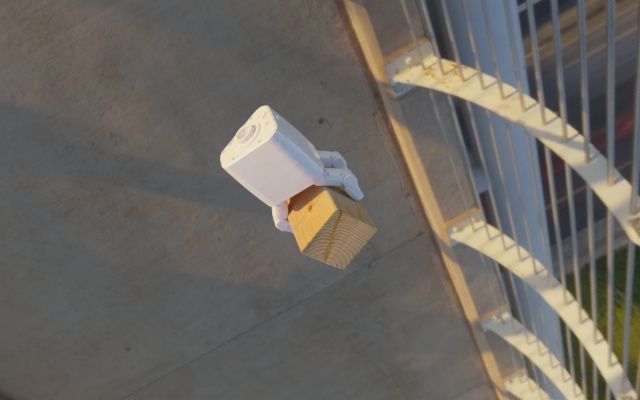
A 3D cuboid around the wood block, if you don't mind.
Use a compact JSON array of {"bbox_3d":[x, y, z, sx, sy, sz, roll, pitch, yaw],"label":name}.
[{"bbox_3d":[0.000,0.003,0.789,0.090,0.091,0.206,26,23,-33],"label":"wood block"}]
